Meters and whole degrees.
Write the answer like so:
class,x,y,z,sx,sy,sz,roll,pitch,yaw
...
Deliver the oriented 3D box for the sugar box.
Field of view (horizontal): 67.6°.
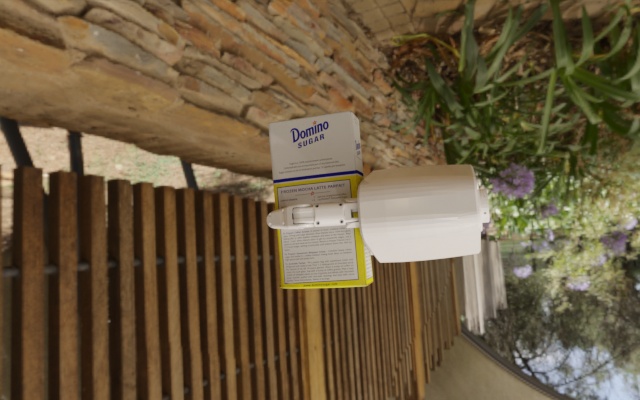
class,x,y,z,sx,sy,sz,roll,pitch,yaw
sugar box,0.000,0.002,0.501,0.093,0.176,0.048,-5,-6,16
